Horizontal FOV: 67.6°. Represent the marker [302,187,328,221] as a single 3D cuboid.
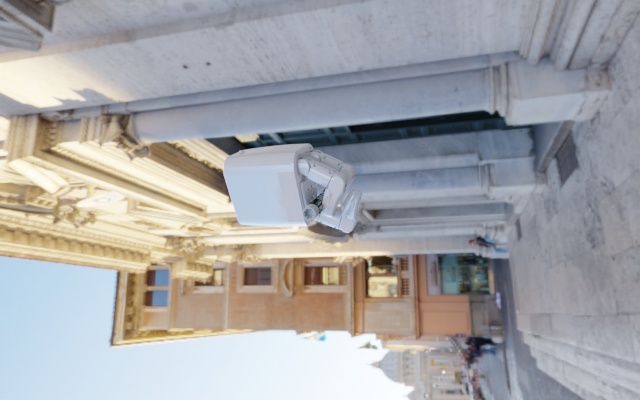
[{"bbox_3d":[0.000,0.002,0.658,0.020,0.020,0.121,0,14,14],"label":"marker"}]
